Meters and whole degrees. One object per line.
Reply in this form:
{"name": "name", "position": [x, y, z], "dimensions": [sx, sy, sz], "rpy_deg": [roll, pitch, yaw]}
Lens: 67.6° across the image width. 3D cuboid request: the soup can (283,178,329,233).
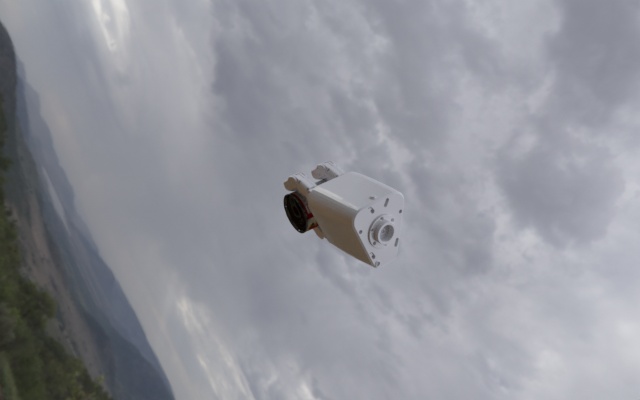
{"name": "soup can", "position": [0.000, 0.002, 0.781], "dimensions": [0.102, 0.068, 0.068], "rpy_deg": [-25, 11, -26]}
